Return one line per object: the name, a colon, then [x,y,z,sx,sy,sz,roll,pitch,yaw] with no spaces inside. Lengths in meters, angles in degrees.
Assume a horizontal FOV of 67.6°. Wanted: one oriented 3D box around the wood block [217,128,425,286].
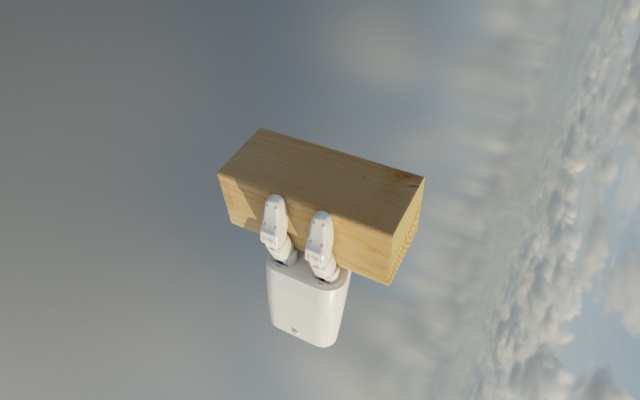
wood block: [0.000,0.002,0.539,0.206,0.090,0.090,19,51,21]
